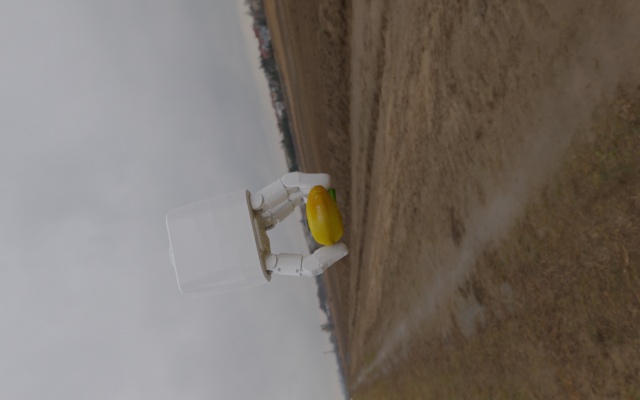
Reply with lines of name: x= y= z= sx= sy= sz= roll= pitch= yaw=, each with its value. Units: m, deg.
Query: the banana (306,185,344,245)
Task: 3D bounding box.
banana: x=0.005 y=0.020 z=0.562 sx=0.037 sy=0.069 sz=0.198 roll=-14 pitch=-1 yaw=3
